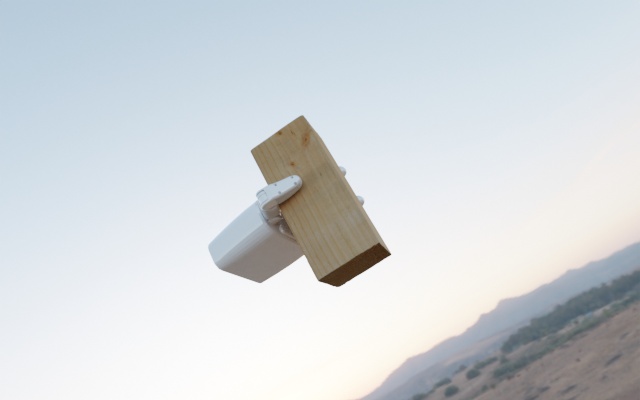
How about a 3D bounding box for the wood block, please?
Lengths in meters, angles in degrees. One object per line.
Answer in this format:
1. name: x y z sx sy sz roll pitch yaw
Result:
1. wood block: 0.000 0.002 0.643 0.090 0.206 0.091 -33 -23 8
